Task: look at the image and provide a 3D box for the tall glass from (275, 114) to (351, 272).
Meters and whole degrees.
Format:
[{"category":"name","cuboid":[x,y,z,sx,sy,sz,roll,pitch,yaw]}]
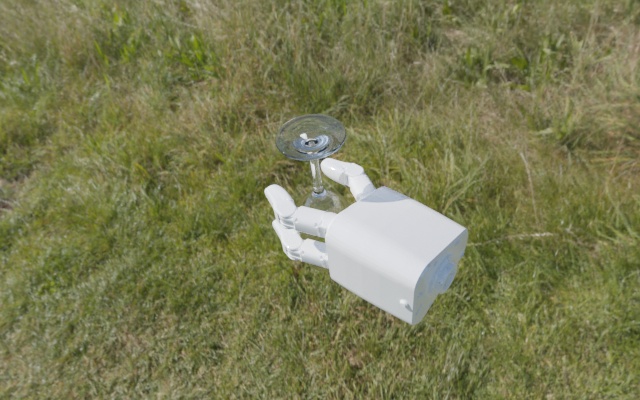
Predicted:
[{"category":"tall glass","cuboid":[0.000,0.001,0.564,0.079,0.079,0.201,0,-43,8]}]
